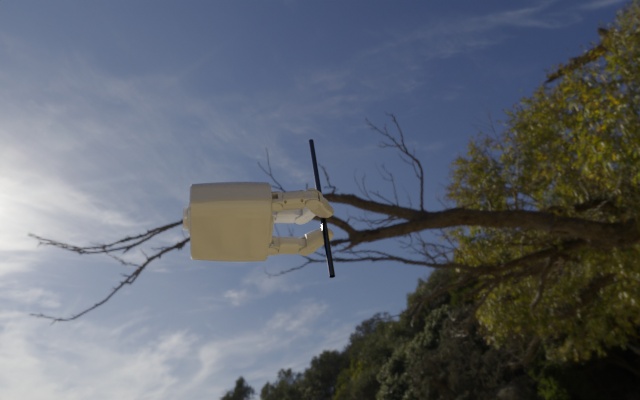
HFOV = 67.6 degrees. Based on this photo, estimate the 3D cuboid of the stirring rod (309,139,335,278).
[{"bbox_3d":[0.000,0.002,0.695,0.011,0.239,0.011,-6,-35,-4],"label":"stirring rod"}]
